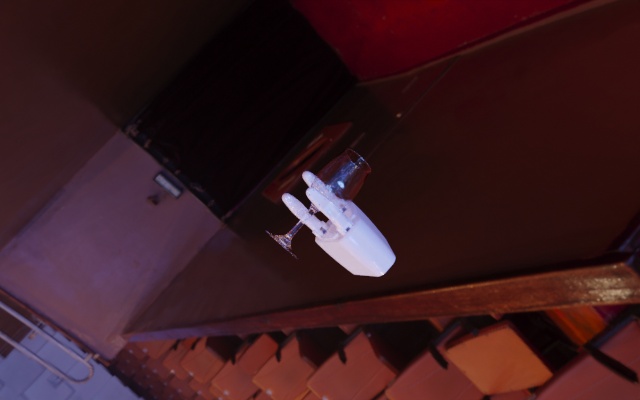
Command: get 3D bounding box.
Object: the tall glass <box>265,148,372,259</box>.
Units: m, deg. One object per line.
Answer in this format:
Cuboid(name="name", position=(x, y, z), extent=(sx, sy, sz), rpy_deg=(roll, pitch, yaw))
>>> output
Cuboid(name="tall glass", position=(0.000, 0.003, 0.823), extent=(0.079, 0.201, 0.079), rpy_deg=(41, -7, 6))
